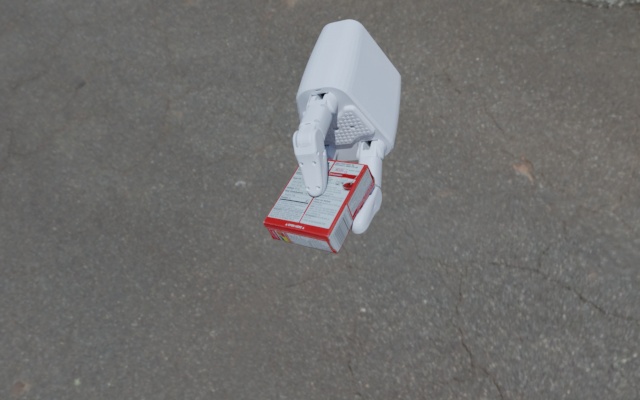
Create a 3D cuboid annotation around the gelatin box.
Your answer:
[{"bbox_3d":[0.000,0.001,0.448,0.073,0.089,0.030,10,-35,32],"label":"gelatin box"}]
